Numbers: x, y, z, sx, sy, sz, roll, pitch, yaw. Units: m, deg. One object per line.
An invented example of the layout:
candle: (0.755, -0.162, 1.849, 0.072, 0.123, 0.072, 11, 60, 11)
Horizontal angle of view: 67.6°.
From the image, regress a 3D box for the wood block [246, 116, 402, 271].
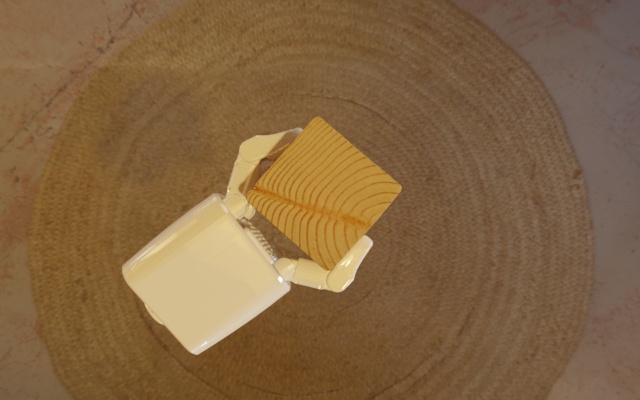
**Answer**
wood block: (0.000, 0.002, 0.470, 0.091, 0.090, 0.206, 41, -4, 1)
